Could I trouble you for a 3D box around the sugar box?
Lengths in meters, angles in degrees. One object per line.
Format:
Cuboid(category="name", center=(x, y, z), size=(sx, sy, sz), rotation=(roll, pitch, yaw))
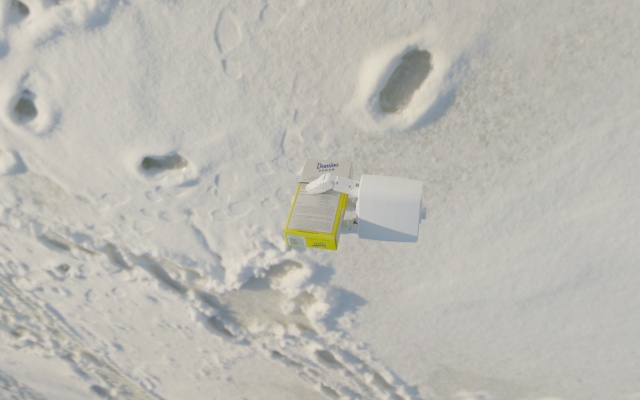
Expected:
Cuboid(category="sugar box", center=(0.000, 0.003, 0.862), size=(0.093, 0.176, 0.048), rotation=(6, -41, 12))
